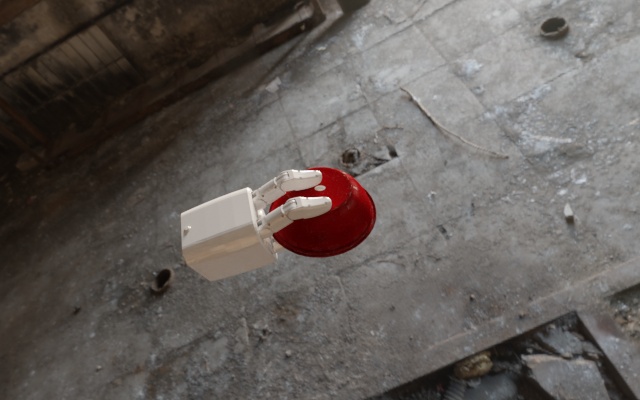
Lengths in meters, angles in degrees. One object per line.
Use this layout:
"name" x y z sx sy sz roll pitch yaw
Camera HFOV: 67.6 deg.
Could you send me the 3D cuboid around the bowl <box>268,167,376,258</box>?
"bowl" 0.001 0.001 0.688 0.162 0.162 0.055 0 -43 5
